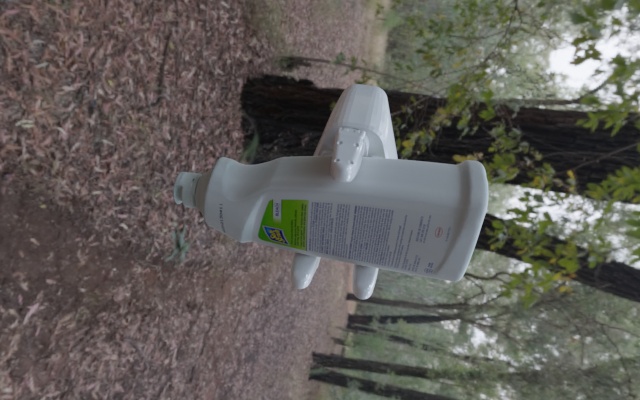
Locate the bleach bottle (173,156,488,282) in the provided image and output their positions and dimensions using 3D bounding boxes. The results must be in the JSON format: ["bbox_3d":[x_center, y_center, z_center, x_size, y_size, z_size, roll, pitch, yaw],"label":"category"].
[{"bbox_3d":[0.000,0.001,0.402,0.251,0.103,0.068,9,37,6],"label":"bleach bottle"}]
